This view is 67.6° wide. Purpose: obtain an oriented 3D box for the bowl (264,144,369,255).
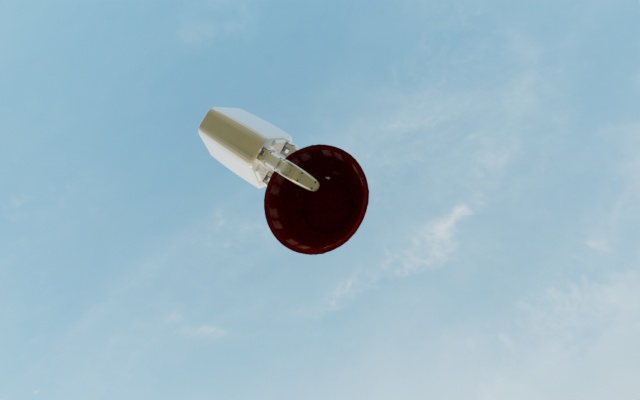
[{"bbox_3d":[0.001,0.003,0.703,0.162,0.162,0.055,0,-13,22],"label":"bowl"}]
